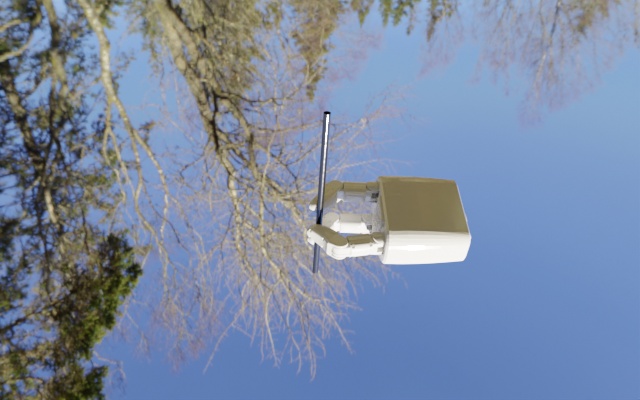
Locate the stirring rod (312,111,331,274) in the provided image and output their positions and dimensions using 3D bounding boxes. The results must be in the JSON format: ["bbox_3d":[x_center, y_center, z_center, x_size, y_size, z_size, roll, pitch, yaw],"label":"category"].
[{"bbox_3d":[0.000,0.002,0.584,0.011,0.240,0.011,3,37,-2],"label":"stirring rod"}]
